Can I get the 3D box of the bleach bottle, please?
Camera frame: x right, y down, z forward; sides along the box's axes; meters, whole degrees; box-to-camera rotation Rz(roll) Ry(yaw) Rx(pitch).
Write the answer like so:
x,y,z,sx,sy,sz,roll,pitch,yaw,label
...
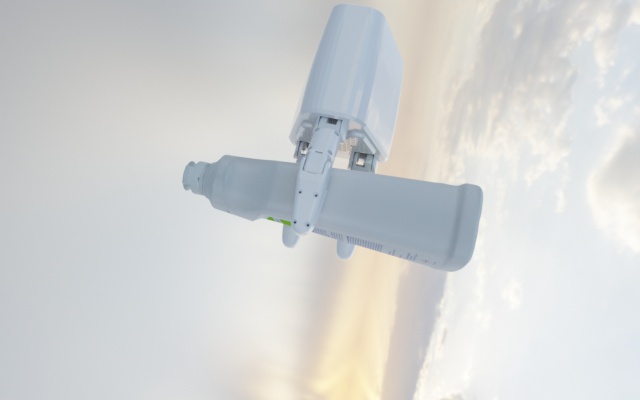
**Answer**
x,y,z,sx,sy,sz,roll,pitch,yaw,label
0.000,0.001,0.413,0.251,0.068,0.102,12,-12,8,bleach bottle
